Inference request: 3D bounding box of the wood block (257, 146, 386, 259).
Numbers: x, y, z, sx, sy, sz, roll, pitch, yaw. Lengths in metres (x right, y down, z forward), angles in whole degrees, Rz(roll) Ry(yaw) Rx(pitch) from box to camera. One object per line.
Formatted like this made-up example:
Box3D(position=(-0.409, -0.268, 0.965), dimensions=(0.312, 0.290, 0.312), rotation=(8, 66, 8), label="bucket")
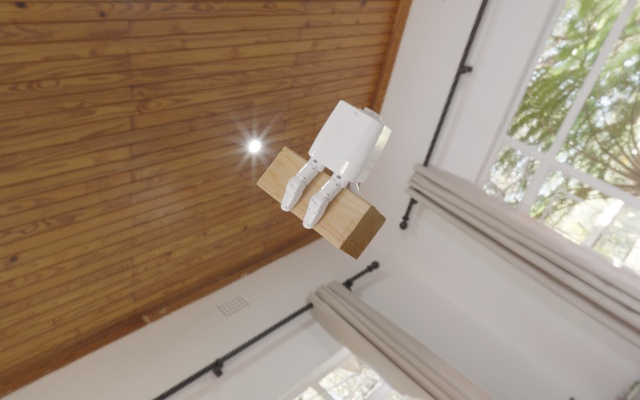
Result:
Box3D(position=(0.000, 0.002, 0.840), dimensions=(0.206, 0.090, 0.091), rotation=(36, 0, 30), label="wood block")
